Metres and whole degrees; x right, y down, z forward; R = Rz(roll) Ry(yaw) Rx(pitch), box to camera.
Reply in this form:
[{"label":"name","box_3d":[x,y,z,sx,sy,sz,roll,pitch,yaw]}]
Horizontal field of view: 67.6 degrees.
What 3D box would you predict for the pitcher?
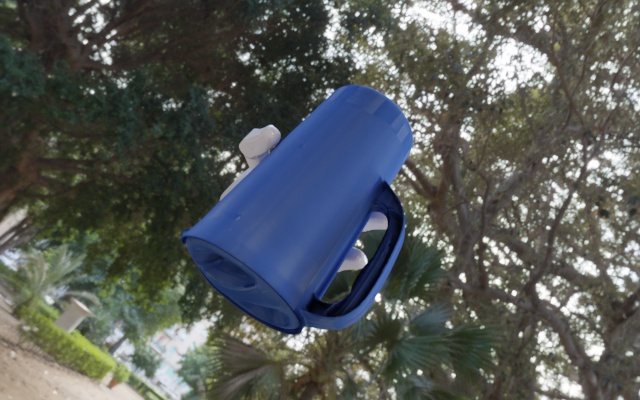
[{"label":"pitcher","box_3d":[0.000,0.002,0.466,0.149,0.242,0.145,45,-28,-13]}]
